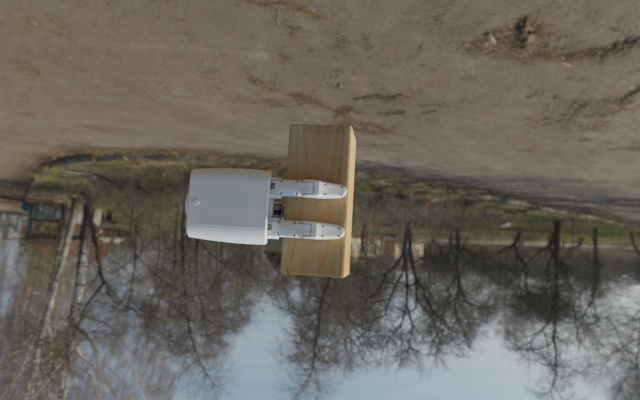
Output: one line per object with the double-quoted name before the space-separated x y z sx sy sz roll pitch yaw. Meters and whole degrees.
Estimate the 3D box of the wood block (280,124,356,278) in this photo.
"wood block" 0.000 0.002 0.689 0.090 0.206 0.091 3 -5 8
